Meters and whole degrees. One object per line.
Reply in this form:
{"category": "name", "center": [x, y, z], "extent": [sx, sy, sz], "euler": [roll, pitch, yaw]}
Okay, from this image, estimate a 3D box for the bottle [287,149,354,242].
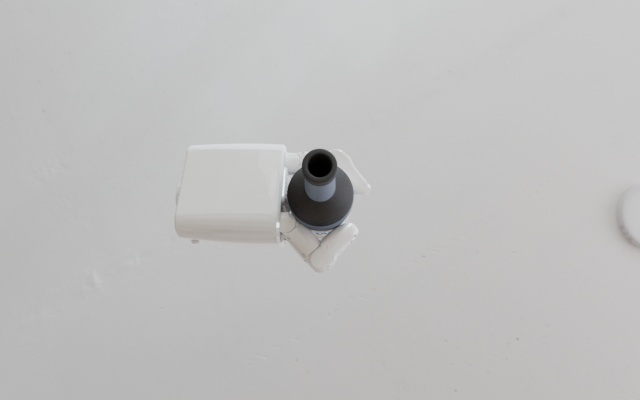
{"category": "bottle", "center": [0.000, 0.002, 0.507], "extent": [0.069, 0.069, 0.296], "euler": [0, -11, 0]}
